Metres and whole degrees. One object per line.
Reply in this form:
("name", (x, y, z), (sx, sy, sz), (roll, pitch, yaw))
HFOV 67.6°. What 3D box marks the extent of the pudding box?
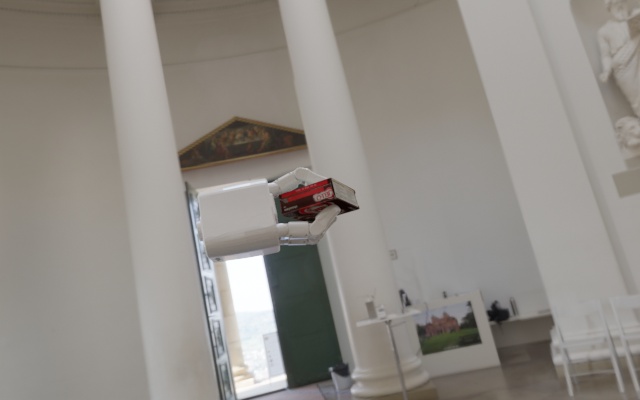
("pudding box", (0.000, 0.002, 0.746), (0.090, 0.039, 0.113), (-16, -13, 20))
